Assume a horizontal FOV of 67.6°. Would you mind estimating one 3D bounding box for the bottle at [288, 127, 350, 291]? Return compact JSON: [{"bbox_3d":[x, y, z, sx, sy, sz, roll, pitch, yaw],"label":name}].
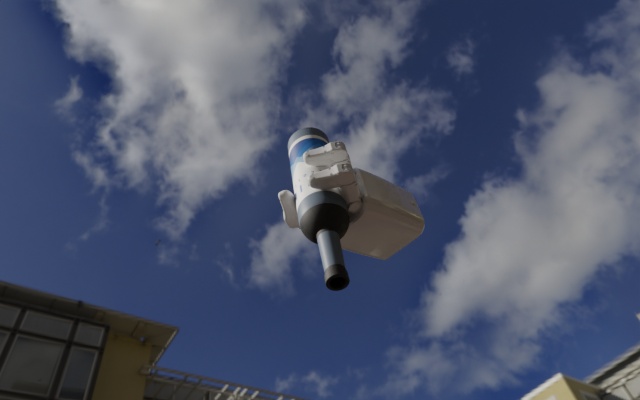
[{"bbox_3d":[0.000,0.002,0.647,0.069,0.069,0.295,0,38,-10],"label":"bottle"}]
